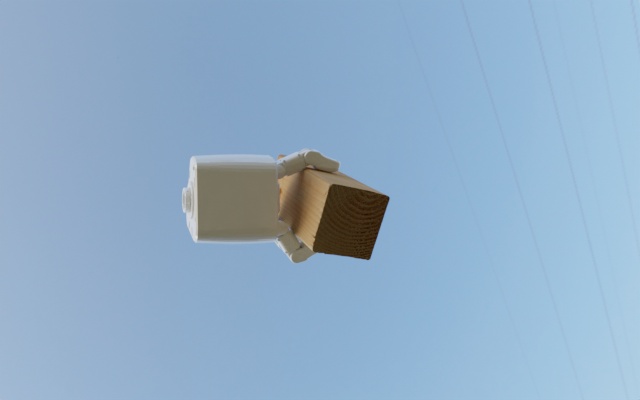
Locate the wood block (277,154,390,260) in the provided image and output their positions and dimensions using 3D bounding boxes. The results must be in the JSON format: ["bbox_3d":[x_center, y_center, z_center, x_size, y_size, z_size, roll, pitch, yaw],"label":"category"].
[{"bbox_3d":[0.000,0.002,0.686,0.090,0.091,0.206,11,11,-26],"label":"wood block"}]
